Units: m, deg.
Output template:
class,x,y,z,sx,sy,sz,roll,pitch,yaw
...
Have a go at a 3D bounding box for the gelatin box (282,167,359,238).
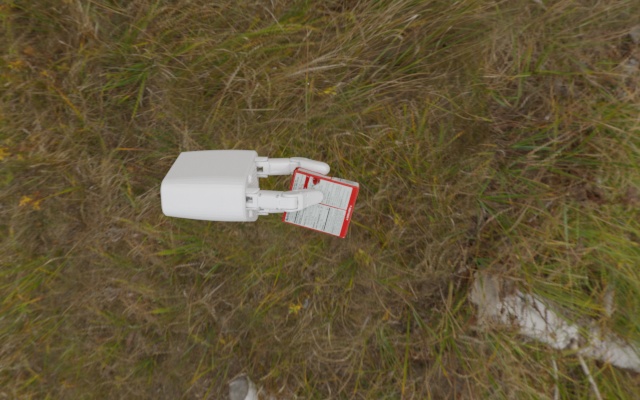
class,x,y,z,sx,sy,sz,roll,pitch,yaw
gelatin box,0.000,0.002,0.637,0.089,0.073,0.030,15,15,2
